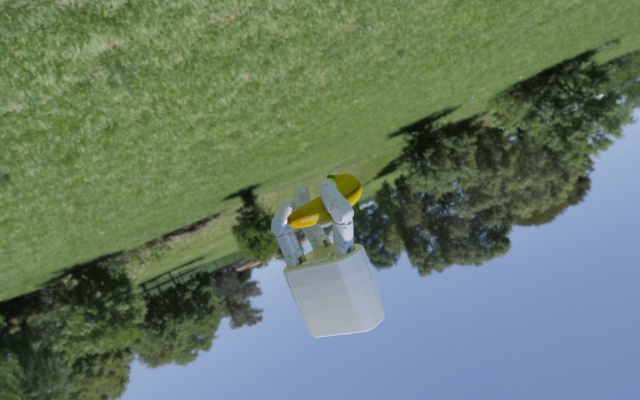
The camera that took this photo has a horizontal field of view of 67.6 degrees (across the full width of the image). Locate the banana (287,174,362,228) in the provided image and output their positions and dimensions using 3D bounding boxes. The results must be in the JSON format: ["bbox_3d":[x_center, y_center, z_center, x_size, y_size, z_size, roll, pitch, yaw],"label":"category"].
[{"bbox_3d":[0.018,-0.003,0.674,0.069,0.037,0.197,-13,13,22],"label":"banana"}]
